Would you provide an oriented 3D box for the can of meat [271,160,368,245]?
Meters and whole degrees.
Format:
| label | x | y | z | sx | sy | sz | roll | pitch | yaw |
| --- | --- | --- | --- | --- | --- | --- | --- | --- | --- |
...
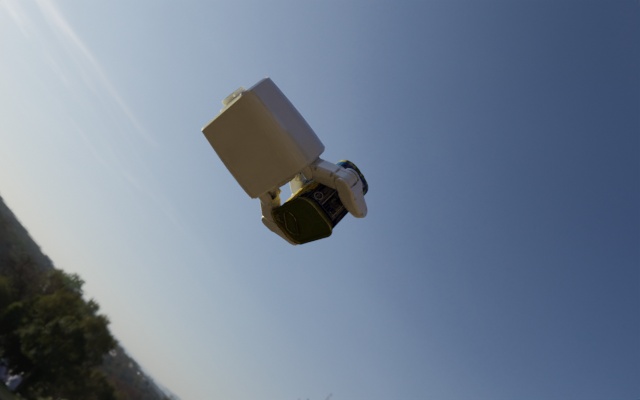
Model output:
| label | x | y | z | sx | sy | sz | roll | pitch | yaw |
| --- | --- | --- | --- | --- | --- | --- | --- | --- | --- |
| can of meat | 0.000 | 0.002 | 0.585 | 0.084 | 0.057 | 0.102 | -45 | 12 | -31 |
